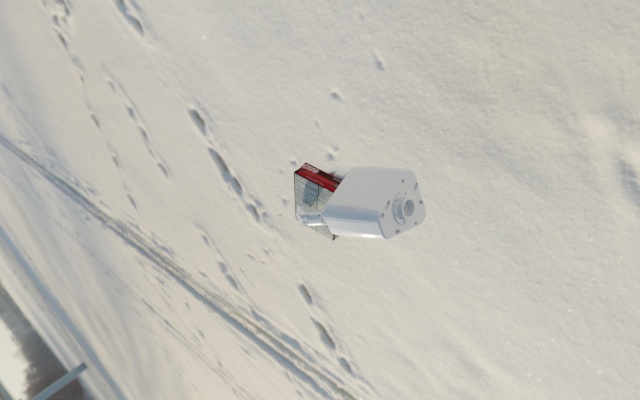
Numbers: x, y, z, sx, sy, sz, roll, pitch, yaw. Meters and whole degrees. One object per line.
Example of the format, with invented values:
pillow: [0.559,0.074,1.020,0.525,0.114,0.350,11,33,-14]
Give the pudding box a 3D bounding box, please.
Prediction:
pudding box: [0.000,0.003,0.802,0.090,0.114,0.039,29,48,26]
